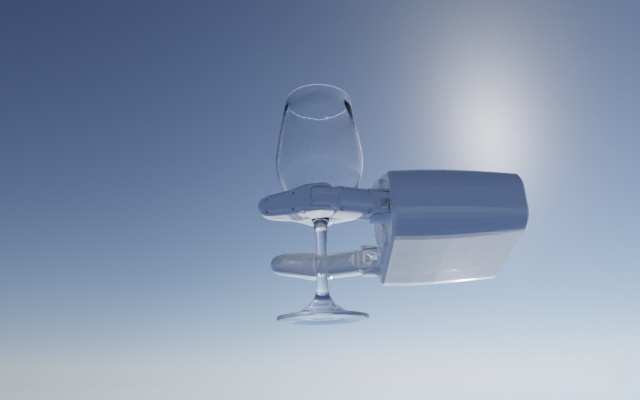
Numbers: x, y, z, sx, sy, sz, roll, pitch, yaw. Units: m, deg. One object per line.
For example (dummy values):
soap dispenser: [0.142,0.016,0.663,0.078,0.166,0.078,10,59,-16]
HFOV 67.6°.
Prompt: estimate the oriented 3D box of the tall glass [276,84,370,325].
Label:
tall glass: [0.000,0.002,0.413,0.079,0.201,0.079,-2,-20,-1]
